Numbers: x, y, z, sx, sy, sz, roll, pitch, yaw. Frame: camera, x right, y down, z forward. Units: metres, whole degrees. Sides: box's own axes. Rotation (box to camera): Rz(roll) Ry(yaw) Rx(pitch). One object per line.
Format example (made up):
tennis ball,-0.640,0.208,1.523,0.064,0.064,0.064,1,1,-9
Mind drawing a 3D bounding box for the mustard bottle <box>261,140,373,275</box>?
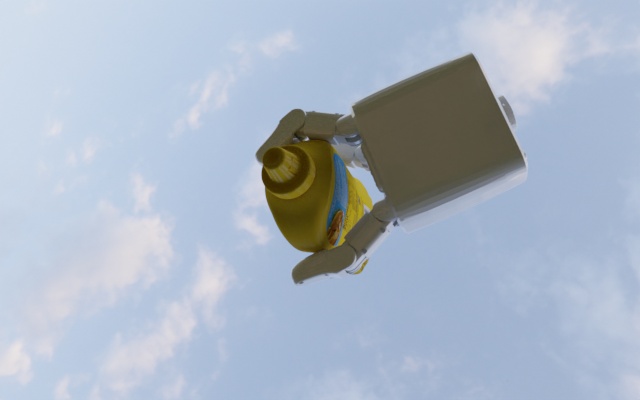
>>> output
mustard bottle,0.000,0.002,0.422,0.058,0.096,0.192,0,-19,21
